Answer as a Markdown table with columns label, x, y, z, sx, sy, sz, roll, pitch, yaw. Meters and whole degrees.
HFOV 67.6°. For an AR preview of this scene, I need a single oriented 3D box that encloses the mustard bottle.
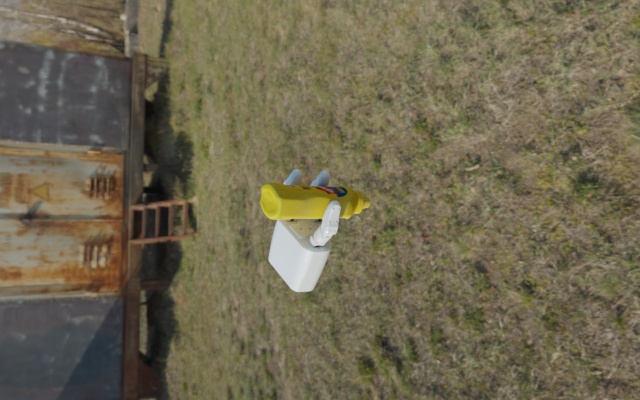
| label | x | y | z | sx | sy | sz | roll | pitch | yaw |
| --- | --- | --- | --- | --- | --- | --- | --- | --- | --- |
| mustard bottle | 0.000 | 0.002 | 0.823 | 0.191 | 0.058 | 0.096 | 1 | 11 | -25 |
